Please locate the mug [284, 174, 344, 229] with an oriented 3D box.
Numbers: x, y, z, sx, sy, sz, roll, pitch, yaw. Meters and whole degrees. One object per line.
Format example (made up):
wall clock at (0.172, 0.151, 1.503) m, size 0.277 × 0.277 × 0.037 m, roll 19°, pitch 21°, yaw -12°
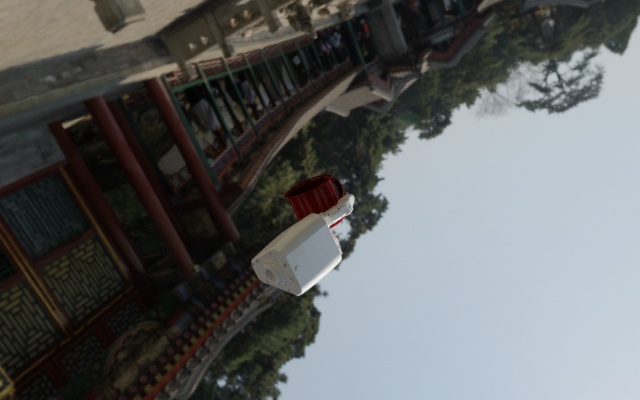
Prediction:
mug at (0.001, 0.002, 0.874) m, size 0.093 × 0.081 × 0.117 m, roll -6°, pitch 23°, yaw 48°
